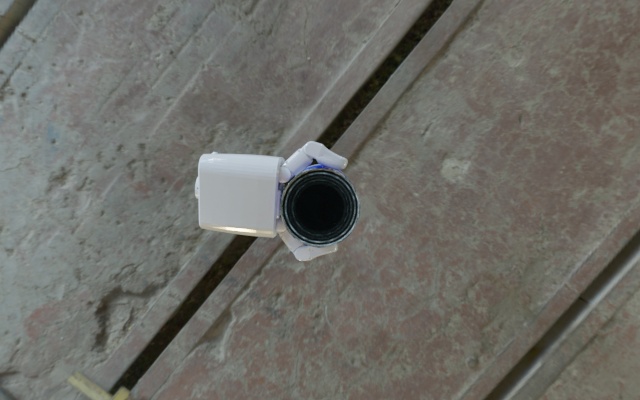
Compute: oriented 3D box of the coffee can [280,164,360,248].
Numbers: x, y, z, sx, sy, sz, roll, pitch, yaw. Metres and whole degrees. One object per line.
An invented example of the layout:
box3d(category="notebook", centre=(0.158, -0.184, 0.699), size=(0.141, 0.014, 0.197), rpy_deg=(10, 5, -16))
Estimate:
box3d(category="coffee can", centre=(0.000, 0.002, 0.675), size=(0.103, 0.103, 0.140), rpy_deg=(0, 6, 0))
